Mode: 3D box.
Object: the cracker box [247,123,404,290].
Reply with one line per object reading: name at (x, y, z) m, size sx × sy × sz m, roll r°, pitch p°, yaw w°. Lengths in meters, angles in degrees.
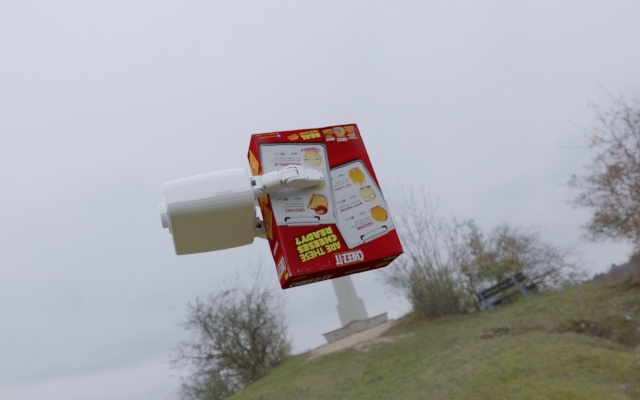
cracker box at (0.000, 0.002, 0.675) m, size 0.164 × 0.213 × 0.072 m, roll -9°, pitch -23°, yaw -19°
